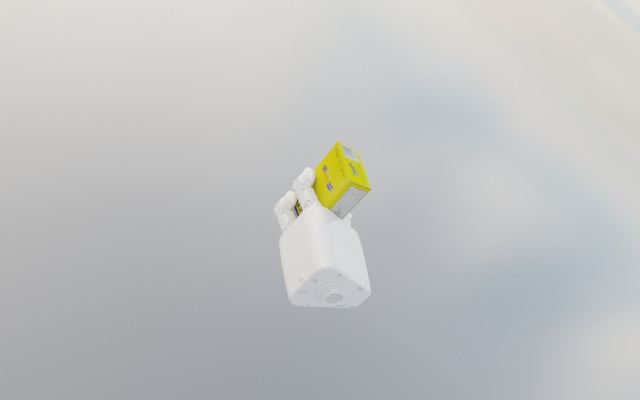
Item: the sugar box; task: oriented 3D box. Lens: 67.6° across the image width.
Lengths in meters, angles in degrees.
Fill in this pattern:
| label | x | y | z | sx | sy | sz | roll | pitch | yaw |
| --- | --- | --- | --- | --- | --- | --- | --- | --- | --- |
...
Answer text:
| label | x | y | z | sx | sy | sz | roll | pitch | yaw |
| --- | --- | --- | --- | --- | --- | --- | --- | --- | --- |
| sugar box | 0.000 | 0.002 | 0.737 | 0.048 | 0.093 | 0.176 | 21 | -53 | -32 |
